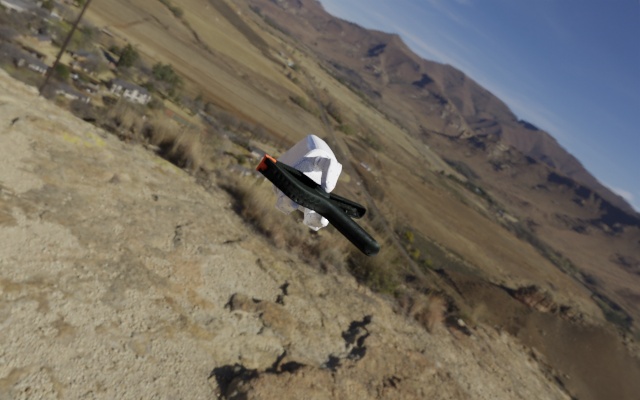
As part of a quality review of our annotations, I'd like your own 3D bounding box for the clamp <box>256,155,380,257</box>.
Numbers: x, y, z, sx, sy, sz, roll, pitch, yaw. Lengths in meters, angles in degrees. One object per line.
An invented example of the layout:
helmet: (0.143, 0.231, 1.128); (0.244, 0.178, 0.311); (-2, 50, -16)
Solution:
clamp: (0.000, 0.001, 0.715); (0.210, 0.036, 0.164); (31, 14, -19)
